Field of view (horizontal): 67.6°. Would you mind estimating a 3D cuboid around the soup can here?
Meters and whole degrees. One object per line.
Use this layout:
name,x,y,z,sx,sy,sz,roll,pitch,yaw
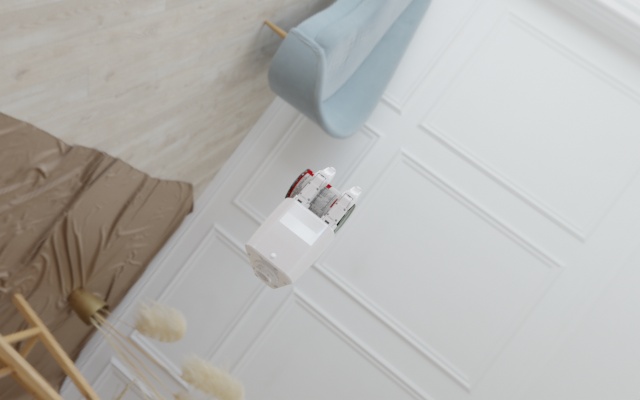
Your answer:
soup can,0.001,0.003,0.808,0.102,0.068,0.068,37,7,9
